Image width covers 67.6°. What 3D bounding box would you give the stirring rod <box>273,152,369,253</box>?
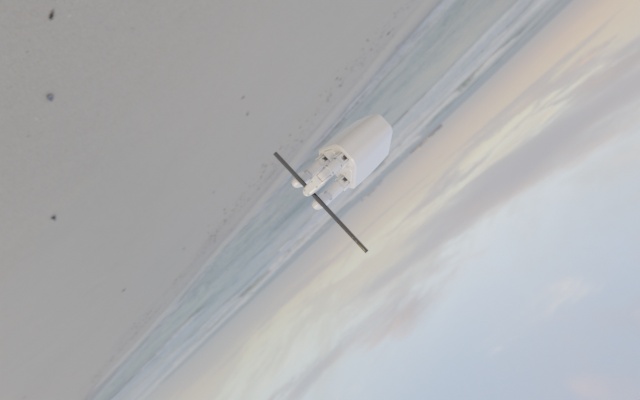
[{"bbox_3d":[0.000,0.003,0.849,0.011,0.239,0.011,-43,-3,-3],"label":"stirring rod"}]
